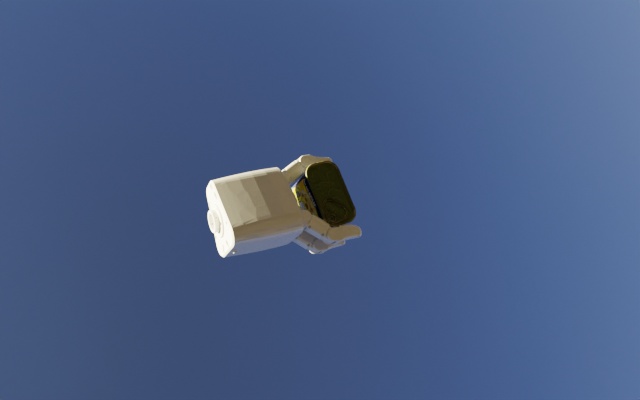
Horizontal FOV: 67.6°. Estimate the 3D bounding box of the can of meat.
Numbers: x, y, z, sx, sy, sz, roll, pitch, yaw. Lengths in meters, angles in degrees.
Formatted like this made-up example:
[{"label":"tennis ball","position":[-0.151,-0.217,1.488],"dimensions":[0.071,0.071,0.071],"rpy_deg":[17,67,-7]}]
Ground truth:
[{"label":"can of meat","position":[0.000,0.002,0.742],"dimensions":[0.057,0.102,0.084],"rpy_deg":[-16,-13,-29]}]
